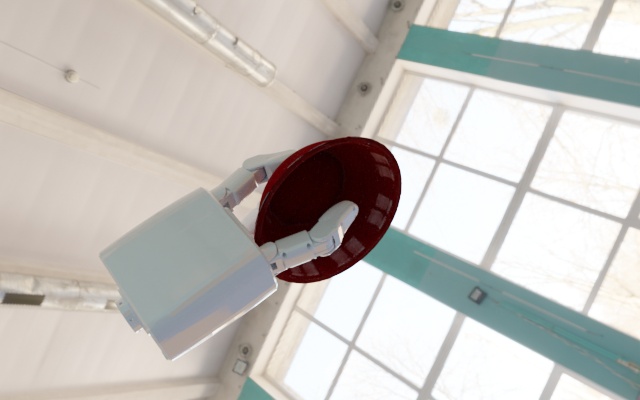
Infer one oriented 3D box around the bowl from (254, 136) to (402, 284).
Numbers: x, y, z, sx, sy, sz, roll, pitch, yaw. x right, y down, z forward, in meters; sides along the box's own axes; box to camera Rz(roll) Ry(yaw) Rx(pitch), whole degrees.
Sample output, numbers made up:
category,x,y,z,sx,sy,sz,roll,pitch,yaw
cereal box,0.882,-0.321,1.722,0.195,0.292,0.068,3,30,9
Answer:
category,x,y,z,sx,sy,sz,roll,pitch,yaw
bowl,0.001,0.001,0.469,0.162,0.162,0.055,0,30,-35
